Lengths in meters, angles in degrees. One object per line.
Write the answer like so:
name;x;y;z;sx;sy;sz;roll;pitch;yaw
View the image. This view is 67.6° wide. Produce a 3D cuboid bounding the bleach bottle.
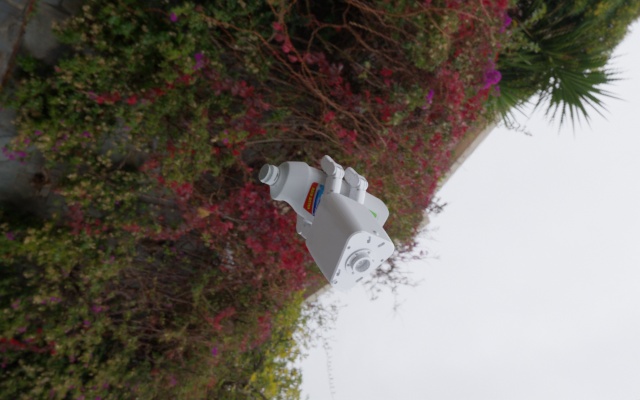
bleach bottle;0.000;0.003;0.828;0.251;0.102;0.068;23;20;-35
